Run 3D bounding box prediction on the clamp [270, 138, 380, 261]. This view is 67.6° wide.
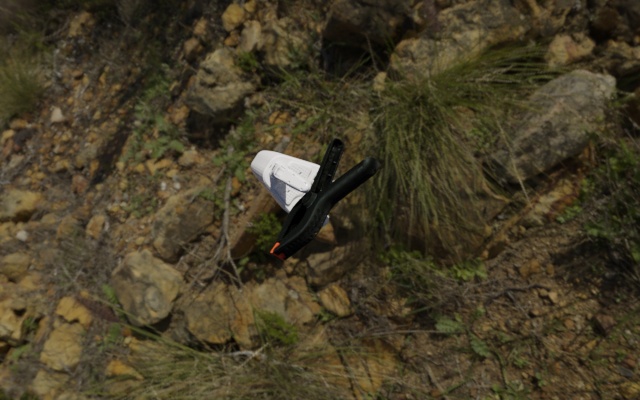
[{"bbox_3d":[-0.001,0.002,0.708,0.036,0.210,0.164,35,-2,-22],"label":"clamp"}]
